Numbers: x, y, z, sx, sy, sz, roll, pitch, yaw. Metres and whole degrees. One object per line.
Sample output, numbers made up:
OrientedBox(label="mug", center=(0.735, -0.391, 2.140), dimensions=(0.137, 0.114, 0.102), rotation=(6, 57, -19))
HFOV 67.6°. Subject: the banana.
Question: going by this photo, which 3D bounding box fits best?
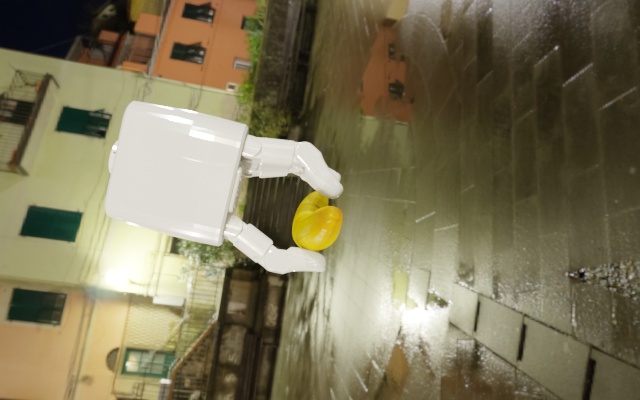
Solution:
OrientedBox(label="banana", center=(-0.006, 0.018, 0.496), dimensions=(0.037, 0.069, 0.197), rotation=(18, 11, -6))
